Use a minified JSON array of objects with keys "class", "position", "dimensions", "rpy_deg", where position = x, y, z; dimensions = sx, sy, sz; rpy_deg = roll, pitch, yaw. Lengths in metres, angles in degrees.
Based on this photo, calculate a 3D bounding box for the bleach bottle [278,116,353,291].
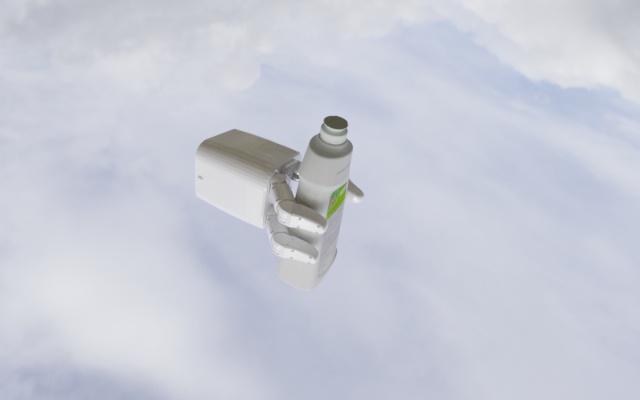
[{"class":"bleach bottle","position":[0.000,0.002,0.612],"dimensions":[0.068,0.251,0.102],"rpy_deg":[23,42,12]}]
